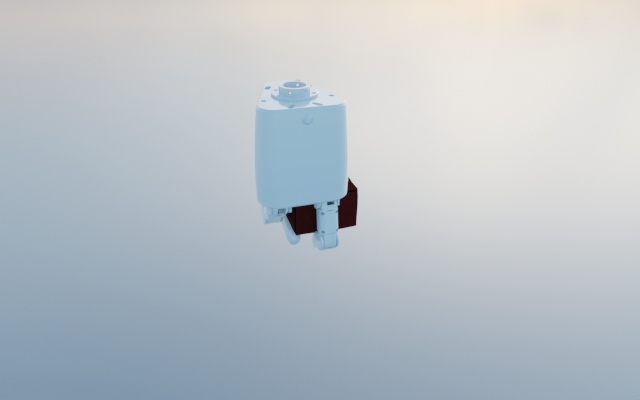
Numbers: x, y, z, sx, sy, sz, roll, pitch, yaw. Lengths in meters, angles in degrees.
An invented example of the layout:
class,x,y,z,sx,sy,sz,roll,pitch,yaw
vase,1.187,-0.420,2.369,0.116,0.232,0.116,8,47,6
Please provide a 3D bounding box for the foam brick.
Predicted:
class,x,y,z,sx,sy,sz,roll,pitch,yaw
foam brick,0.000,0.002,0.566,0.078,0.051,0.053,-8,30,-16
